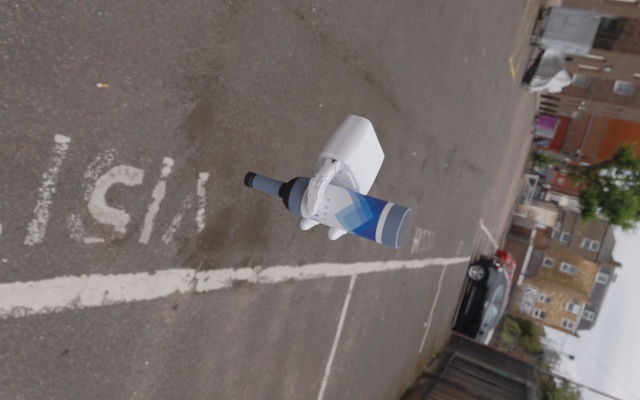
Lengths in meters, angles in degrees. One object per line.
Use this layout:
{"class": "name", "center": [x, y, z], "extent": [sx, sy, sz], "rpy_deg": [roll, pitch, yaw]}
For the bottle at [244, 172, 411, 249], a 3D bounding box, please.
{"class": "bottle", "center": [0.000, 0.003, 0.800], "extent": [0.295, 0.069, 0.069], "rpy_deg": [18, 7, 22]}
